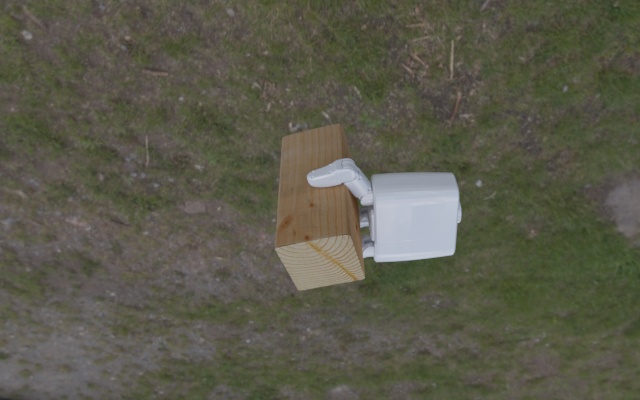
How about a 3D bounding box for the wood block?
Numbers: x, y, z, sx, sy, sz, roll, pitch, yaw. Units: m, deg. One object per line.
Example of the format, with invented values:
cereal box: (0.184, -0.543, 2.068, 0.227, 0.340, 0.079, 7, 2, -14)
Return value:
wood block: (0.000, 0.002, 0.634, 0.090, 0.206, 0.091, -12, -46, 10)
